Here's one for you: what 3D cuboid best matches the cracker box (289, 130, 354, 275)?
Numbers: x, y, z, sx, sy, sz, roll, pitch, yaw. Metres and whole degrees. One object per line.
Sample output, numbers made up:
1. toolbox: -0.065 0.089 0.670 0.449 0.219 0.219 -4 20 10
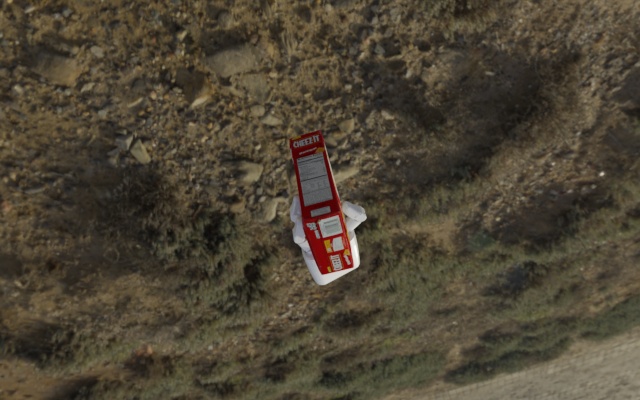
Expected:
1. cracker box: 0.000 0.003 0.884 0.072 0.213 0.164 -14 -43 2
